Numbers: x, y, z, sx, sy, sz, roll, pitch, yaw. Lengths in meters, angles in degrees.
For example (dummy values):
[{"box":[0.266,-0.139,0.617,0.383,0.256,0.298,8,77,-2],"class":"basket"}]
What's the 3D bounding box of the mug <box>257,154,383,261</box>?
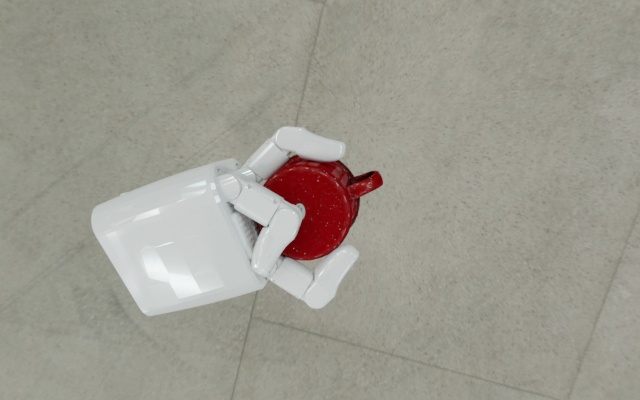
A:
[{"box":[0.001,0.001,0.426,0.117,0.093,0.081,-18,7,8],"class":"mug"}]
